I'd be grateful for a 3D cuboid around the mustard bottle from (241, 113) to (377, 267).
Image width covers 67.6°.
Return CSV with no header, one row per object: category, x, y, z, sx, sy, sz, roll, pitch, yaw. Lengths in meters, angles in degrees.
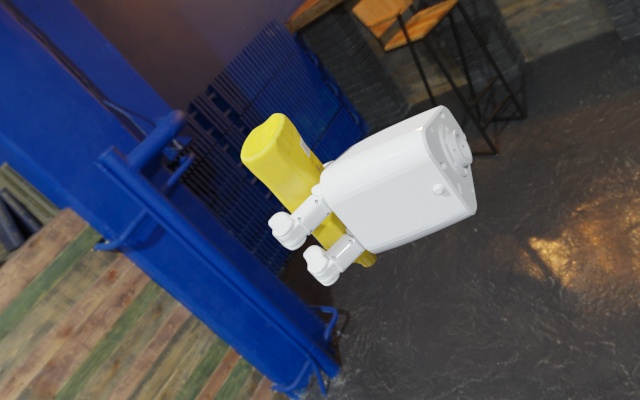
mustard bottle,0.000,0.002,0.500,0.058,0.192,0.096,-36,24,11
